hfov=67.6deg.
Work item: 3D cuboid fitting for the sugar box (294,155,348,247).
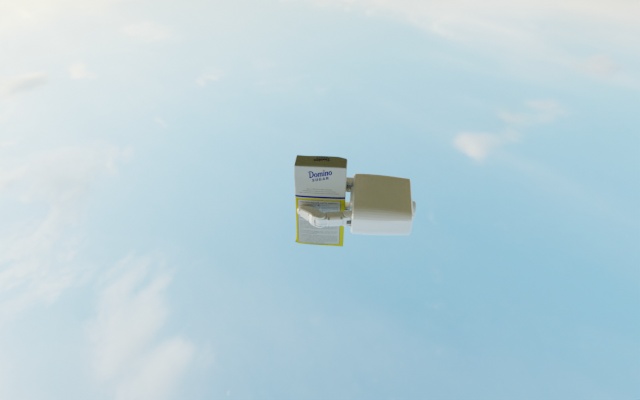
[{"bbox_3d":[0.000,0.003,0.877,0.093,0.176,0.048,4,33,3],"label":"sugar box"}]
